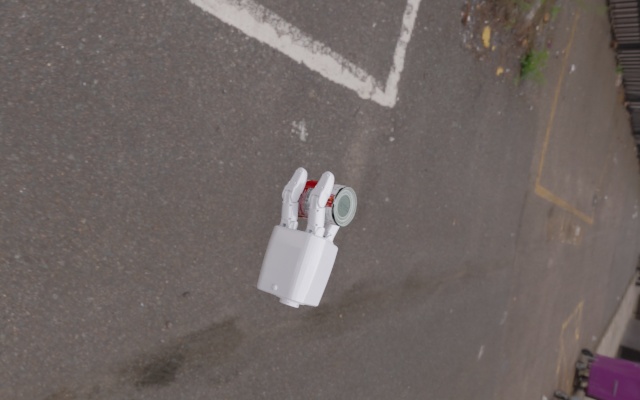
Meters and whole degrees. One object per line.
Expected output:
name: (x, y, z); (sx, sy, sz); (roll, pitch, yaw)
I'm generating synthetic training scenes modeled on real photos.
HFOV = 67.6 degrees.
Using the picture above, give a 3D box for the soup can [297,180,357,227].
soup can: (0.001, 0.002, 0.793); (0.102, 0.068, 0.068); (11, 6, 36)
